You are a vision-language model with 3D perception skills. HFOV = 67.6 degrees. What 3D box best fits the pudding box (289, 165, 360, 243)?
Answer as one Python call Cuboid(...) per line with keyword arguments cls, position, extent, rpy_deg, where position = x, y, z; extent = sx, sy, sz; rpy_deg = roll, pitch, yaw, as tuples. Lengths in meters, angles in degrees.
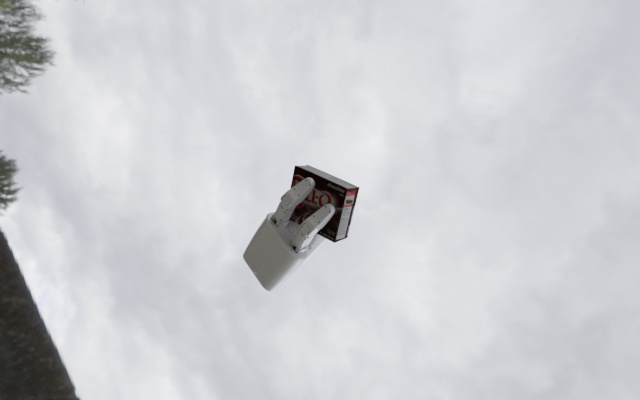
Cuboid(cls="pudding box", position=(0.000, 0.003, 0.754), extent=(0.113, 0.090, 0.039), rpy_deg=(24, 22, 33))
